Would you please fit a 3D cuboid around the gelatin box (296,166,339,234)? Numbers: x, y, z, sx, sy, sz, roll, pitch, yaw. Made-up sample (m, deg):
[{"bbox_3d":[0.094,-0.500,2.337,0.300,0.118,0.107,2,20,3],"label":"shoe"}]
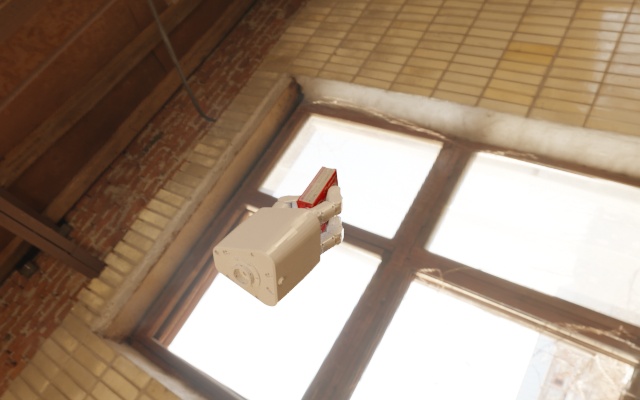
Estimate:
[{"bbox_3d":[0.000,0.002,0.740,0.030,0.073,0.089,14,48,23],"label":"gelatin box"}]
